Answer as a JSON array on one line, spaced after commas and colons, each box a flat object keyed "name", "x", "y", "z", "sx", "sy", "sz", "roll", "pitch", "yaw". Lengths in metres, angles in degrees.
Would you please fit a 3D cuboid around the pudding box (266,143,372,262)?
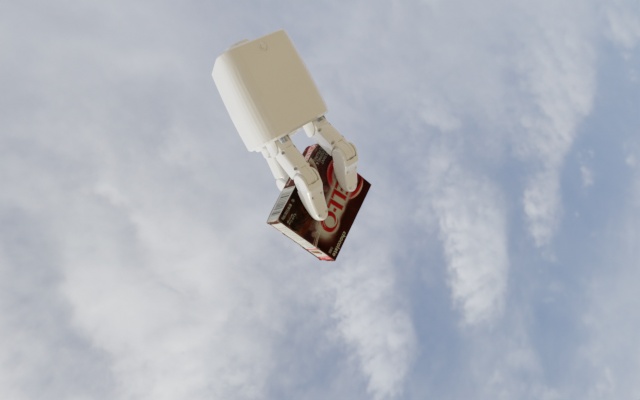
[{"name": "pudding box", "x": 0.000, "y": 0.002, "z": 0.566, "sx": 0.090, "sy": 0.113, "sz": 0.039, "roll": 37, "pitch": -21, "yaw": -24}]
